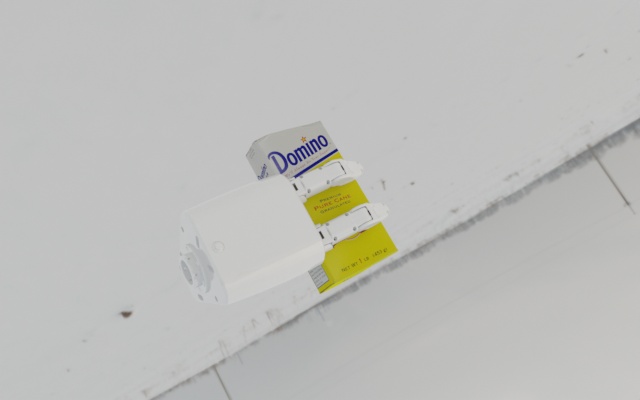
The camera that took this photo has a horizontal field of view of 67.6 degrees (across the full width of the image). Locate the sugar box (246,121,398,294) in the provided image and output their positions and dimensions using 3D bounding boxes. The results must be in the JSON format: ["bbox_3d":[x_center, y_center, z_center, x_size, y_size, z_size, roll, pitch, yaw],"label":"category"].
[{"bbox_3d":[0.000,0.002,0.524,0.093,0.176,0.048,-22,-13,-33],"label":"sugar box"}]
